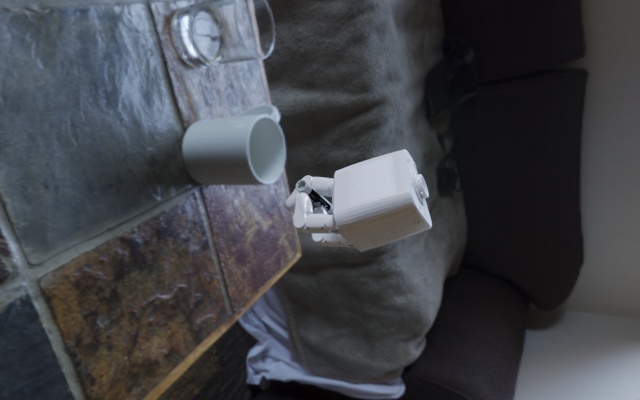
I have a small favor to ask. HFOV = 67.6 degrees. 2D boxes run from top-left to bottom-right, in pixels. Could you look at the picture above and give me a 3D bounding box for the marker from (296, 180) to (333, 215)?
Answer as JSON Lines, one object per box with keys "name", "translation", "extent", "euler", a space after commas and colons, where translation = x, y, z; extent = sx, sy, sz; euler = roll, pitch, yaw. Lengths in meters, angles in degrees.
{"name": "marker", "translation": [0.000, 0.002, 0.719], "extent": [0.020, 0.020, 0.121], "euler": [0, -23, 29]}
